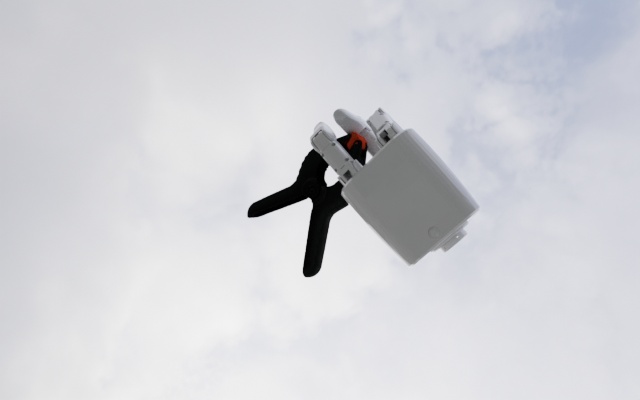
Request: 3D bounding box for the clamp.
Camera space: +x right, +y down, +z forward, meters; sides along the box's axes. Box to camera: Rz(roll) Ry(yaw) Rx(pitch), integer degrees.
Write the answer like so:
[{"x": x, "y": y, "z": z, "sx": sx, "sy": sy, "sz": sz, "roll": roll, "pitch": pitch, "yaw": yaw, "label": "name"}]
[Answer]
[{"x": 0.000, "y": 0.002, "z": 0.553, "sx": 0.171, "sy": 0.120, "sz": 0.039, "roll": -45, "pitch": -15, "yaw": 18, "label": "clamp"}]
